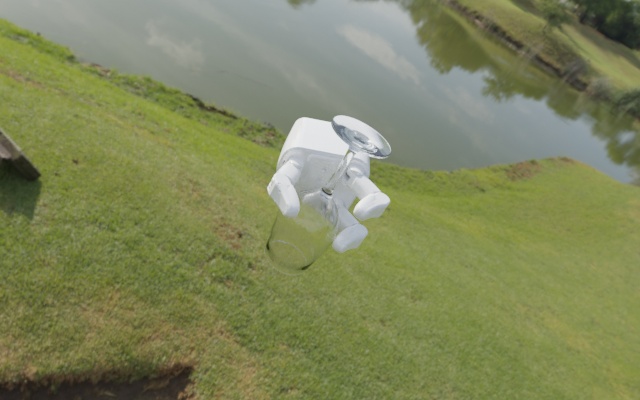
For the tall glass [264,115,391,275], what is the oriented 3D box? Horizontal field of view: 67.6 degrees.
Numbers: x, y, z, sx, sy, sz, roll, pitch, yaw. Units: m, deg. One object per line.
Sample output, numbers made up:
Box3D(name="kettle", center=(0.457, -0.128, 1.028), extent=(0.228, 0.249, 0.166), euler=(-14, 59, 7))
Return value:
Box3D(name="tall glass", center=(0.000, 0.001, 0.570), extent=(0.079, 0.201, 0.079), euler=(22, 32, -15))
